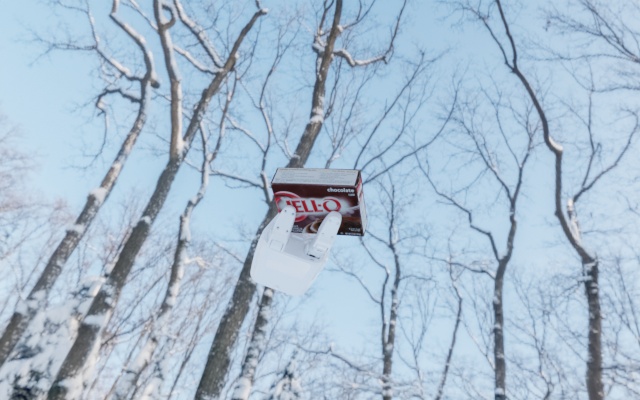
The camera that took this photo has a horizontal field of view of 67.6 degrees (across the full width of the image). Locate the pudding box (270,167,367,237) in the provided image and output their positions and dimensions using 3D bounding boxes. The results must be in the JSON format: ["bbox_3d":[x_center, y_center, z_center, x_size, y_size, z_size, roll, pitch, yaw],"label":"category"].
[{"bbox_3d":[0.000,0.002,0.616,0.113,0.039,0.090,1,-45,14],"label":"pudding box"}]
